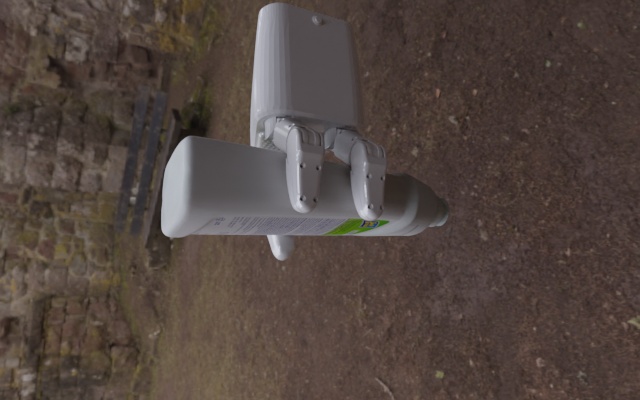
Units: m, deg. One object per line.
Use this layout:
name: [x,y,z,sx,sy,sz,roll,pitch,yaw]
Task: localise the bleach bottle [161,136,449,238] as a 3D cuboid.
bleach bottle: [0.000,0.001,0.415,0.251,0.068,0.102,6,-16,-27]
